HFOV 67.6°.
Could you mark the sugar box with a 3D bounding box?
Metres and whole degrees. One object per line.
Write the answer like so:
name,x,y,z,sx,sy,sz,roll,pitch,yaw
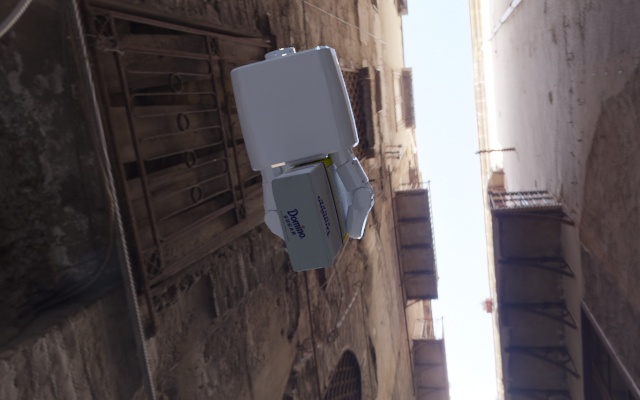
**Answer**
sugar box,0.000,0.002,0.519,0.048,0.093,0.176,-11,10,17
